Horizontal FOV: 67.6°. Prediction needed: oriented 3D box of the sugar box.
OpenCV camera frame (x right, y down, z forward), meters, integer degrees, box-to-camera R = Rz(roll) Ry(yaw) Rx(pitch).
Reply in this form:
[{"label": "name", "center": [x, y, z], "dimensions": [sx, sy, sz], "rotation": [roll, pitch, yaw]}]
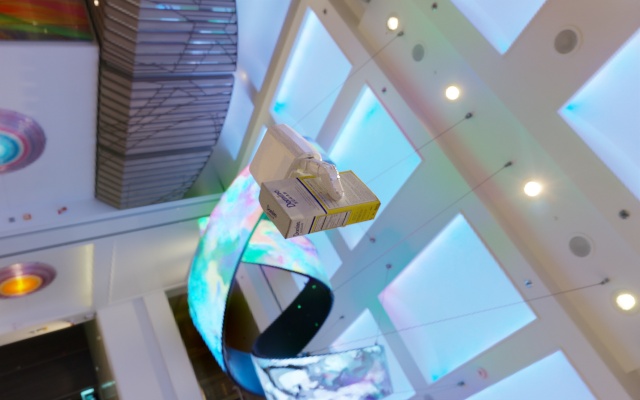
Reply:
[{"label": "sugar box", "center": [0.000, 0.003, 0.749], "dimensions": [0.176, 0.048, 0.093], "rotation": [-11, 45, -33]}]
